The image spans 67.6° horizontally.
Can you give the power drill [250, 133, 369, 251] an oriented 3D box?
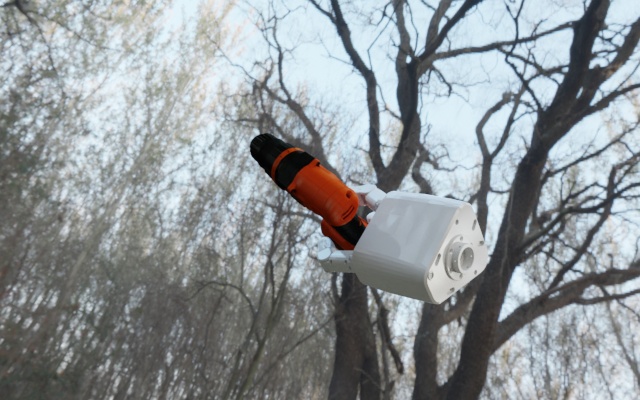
[{"bbox_3d":[0.000,0.002,0.616,0.184,0.057,0.188,41,-4,39],"label":"power drill"}]
